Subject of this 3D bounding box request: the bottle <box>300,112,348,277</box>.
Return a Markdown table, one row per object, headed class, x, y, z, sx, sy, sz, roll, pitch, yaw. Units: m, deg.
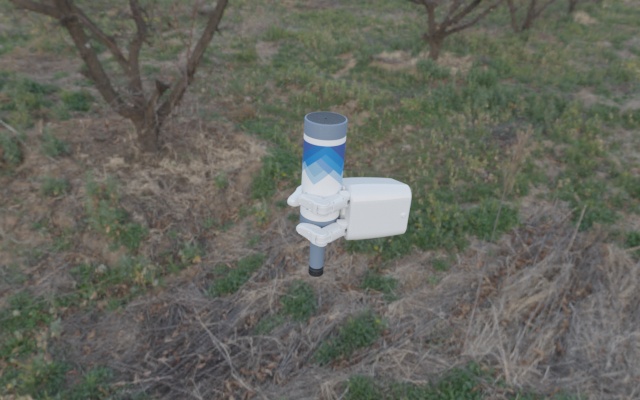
| class | x | y | z | sx | sy | sz | roll | pitch | yaw |
| --- | --- | --- | --- | --- | --- | --- | --- | --- | --- |
| bottle | 0.000 | 0.002 | 0.805 | 0.069 | 0.296 | 0.069 | 3 | 28 | -2 |
